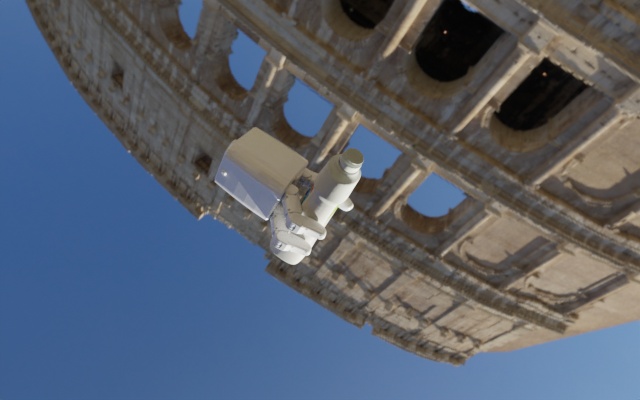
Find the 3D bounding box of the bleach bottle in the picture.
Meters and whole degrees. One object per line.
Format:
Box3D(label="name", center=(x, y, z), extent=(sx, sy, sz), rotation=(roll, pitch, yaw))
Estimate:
Box3D(label="bleach bottle", center=(0.000, 0.003, 0.742), extent=(0.068, 0.102, 0.251), rotation=(34, -42, -2))
